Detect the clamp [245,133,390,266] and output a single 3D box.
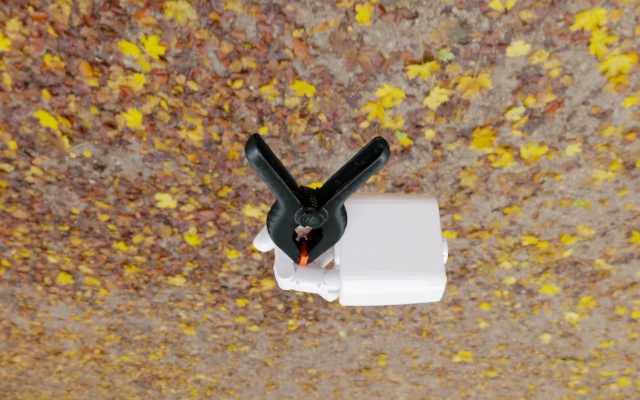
[{"bbox_3d":[0.000,0.002,0.444,0.120,0.039,0.172,-1,-39,1],"label":"clamp"}]
